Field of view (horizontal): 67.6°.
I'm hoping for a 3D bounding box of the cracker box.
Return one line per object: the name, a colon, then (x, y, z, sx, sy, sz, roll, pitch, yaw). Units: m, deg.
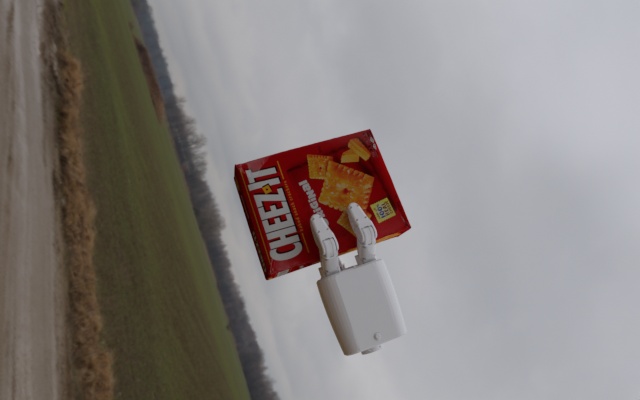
cracker box: (0.000, 0.002, 0.691, 0.213, 0.164, 0.072, -16, -13, -14)
